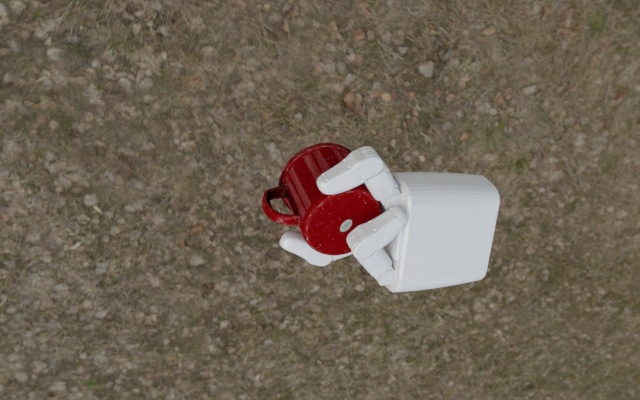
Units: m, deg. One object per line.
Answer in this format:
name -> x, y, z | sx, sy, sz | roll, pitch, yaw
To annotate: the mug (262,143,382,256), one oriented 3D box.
mug -> -0.001, 0.002, 0.479 | 0.117, 0.093, 0.081 | -3, 35, -18
